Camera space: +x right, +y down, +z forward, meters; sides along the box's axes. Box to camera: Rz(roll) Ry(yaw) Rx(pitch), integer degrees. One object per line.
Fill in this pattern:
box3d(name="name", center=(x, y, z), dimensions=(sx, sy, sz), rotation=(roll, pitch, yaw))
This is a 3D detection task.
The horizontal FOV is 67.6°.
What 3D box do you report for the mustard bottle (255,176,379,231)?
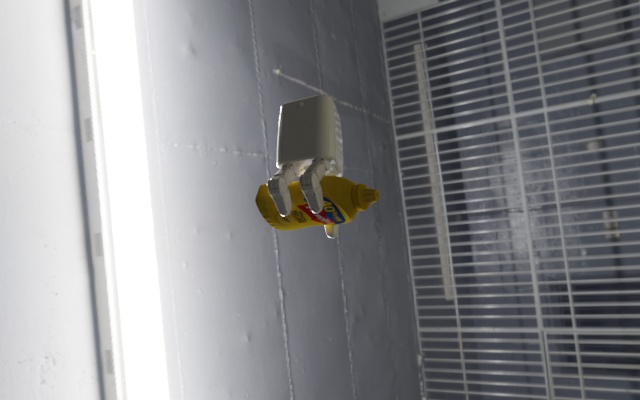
box3d(name="mustard bottle", center=(0.000, 0.003, 0.748), dimensions=(0.191, 0.058, 0.096), rotation=(-8, -41, 28))
